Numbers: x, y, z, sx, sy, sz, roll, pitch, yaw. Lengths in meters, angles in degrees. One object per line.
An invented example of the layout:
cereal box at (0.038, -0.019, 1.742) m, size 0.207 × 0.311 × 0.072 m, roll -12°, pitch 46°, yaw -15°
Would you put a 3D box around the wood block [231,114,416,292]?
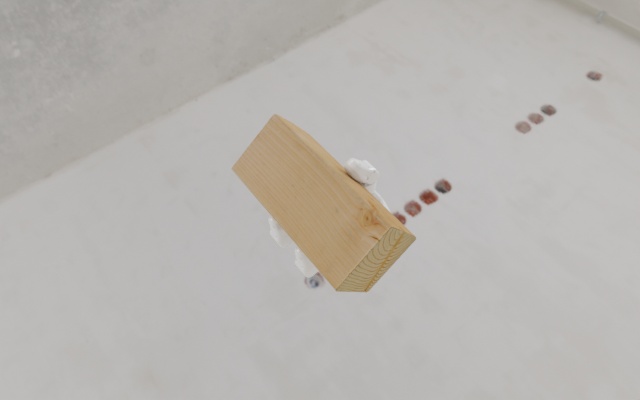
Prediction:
wood block at (0.001, 0.002, 0.565) m, size 0.206 × 0.091 × 0.090 m, roll 46°, pitch 12°, yaw 28°
